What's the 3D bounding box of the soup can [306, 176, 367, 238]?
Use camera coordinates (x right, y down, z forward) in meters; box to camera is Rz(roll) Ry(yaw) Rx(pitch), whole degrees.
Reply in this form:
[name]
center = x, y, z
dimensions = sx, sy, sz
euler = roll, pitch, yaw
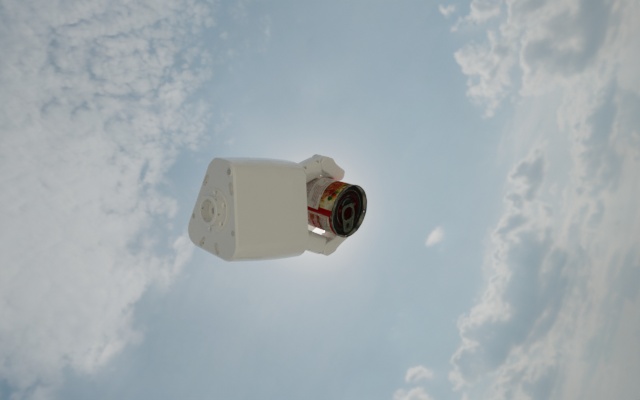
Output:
[soup can]
center = 0.000, 0.002, 0.622
dimensions = 0.102, 0.068, 0.068
euler = 17, 11, 40
